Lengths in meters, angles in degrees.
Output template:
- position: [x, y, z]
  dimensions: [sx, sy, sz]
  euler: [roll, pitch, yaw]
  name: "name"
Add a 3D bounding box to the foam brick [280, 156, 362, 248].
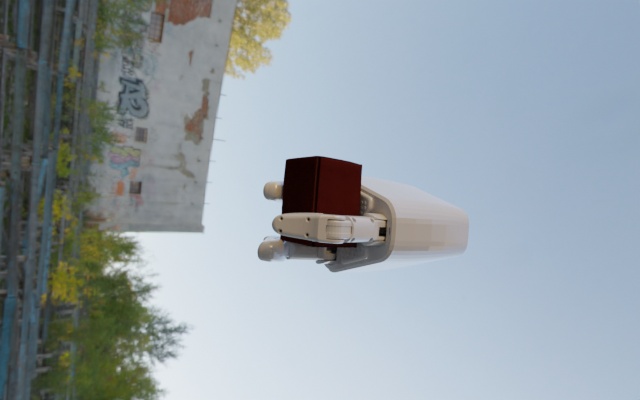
- position: [0.000, 0.001, 0.433]
  dimensions: [0.051, 0.078, 0.053]
  euler: [4, 1, -37]
  name: "foam brick"
